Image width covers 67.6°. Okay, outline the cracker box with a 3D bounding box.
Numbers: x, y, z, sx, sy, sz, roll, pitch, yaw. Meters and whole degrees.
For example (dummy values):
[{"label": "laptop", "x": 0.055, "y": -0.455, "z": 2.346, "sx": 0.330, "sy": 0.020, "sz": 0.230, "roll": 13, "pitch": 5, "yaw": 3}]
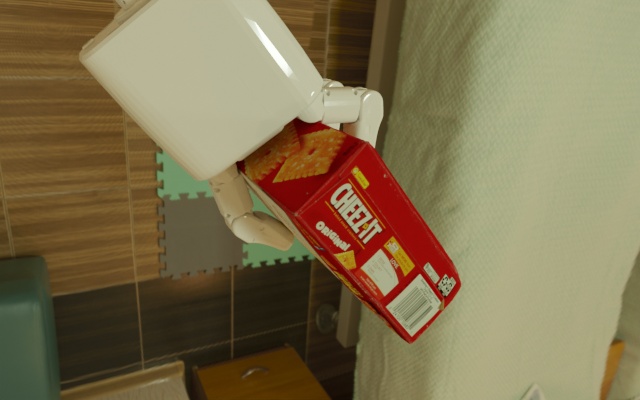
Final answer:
[{"label": "cracker box", "x": 0.000, "y": 0.002, "z": 0.404, "sx": 0.164, "sy": 0.072, "sz": 0.213, "roll": 50, "pitch": -8, "yaw": -34}]
